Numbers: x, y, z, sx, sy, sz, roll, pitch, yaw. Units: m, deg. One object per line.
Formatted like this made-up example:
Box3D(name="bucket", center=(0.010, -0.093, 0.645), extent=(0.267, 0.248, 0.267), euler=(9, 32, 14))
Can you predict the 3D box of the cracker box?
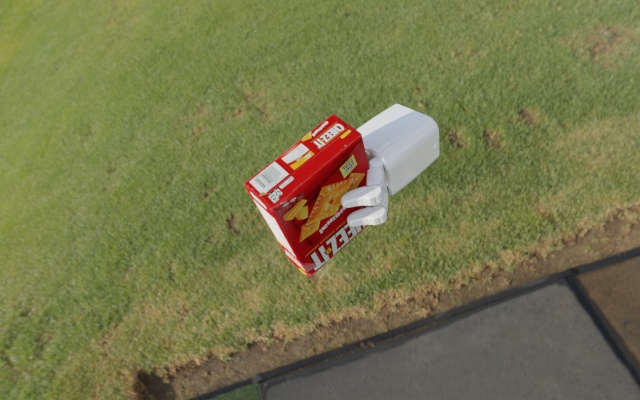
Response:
Box3D(name="cracker box", center=(0.000, 0.002, 0.719), extent=(0.072, 0.164, 0.214), euler=(42, -15, 33))
